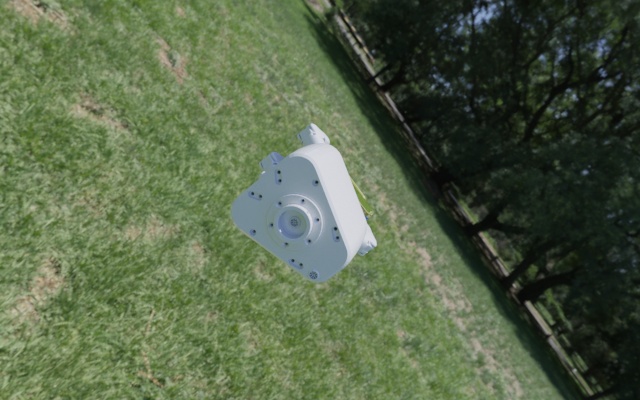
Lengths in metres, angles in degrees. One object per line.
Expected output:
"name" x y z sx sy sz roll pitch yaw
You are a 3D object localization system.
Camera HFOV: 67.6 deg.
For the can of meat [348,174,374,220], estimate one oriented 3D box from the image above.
"can of meat" 0.000 0.002 0.555 0.084 0.102 0.057 -38 -3 15
